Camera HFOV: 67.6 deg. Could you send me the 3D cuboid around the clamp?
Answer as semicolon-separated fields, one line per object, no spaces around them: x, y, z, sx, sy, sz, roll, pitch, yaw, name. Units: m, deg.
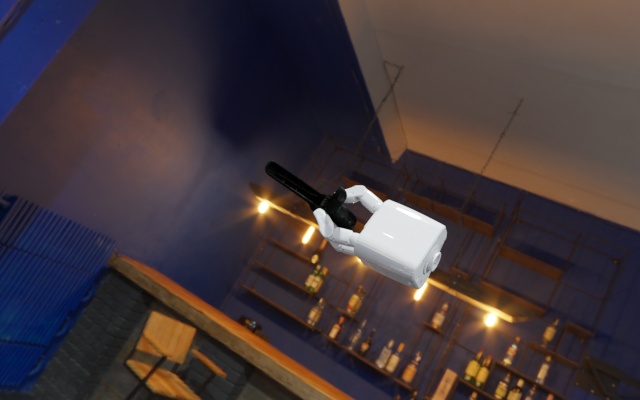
0.001;0.002;0.833;0.164;0.036;0.210;25;-13;28;clamp
